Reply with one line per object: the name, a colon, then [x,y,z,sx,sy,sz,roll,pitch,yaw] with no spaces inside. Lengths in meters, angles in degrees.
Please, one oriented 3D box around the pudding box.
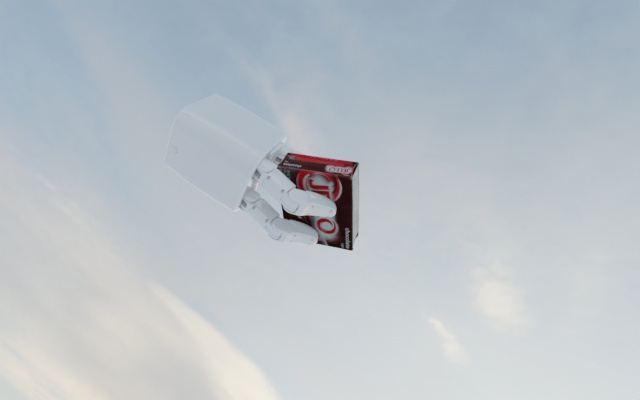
pudding box: [0.000,0.002,0.574,0.090,0.114,0.039,10,41,18]
